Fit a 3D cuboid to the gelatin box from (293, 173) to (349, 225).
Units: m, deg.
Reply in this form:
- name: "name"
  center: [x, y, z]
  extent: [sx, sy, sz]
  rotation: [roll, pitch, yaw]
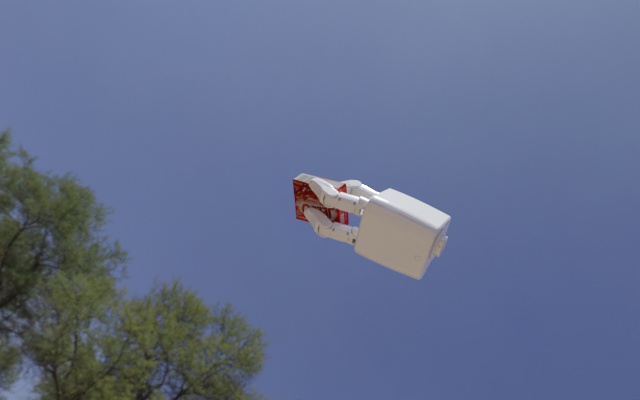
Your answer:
- name: "gelatin box"
  center: [0.000, 0.002, 0.758]
  extent: [0.089, 0.073, 0.030]
  rotation: [15, 33, 31]
